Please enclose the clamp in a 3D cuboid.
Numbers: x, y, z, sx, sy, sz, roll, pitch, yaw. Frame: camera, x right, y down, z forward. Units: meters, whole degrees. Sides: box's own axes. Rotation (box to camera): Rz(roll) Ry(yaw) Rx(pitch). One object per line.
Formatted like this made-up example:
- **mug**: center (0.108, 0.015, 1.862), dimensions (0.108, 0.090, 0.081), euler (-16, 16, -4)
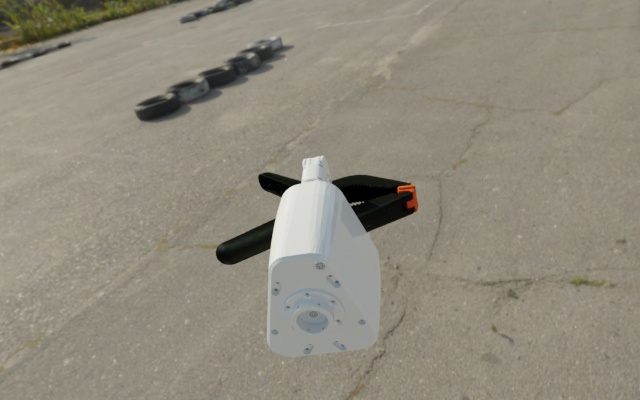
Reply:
- **clamp**: center (0.000, 0.001, 0.533), dimensions (0.210, 0.036, 0.164), euler (-9, 32, 10)
